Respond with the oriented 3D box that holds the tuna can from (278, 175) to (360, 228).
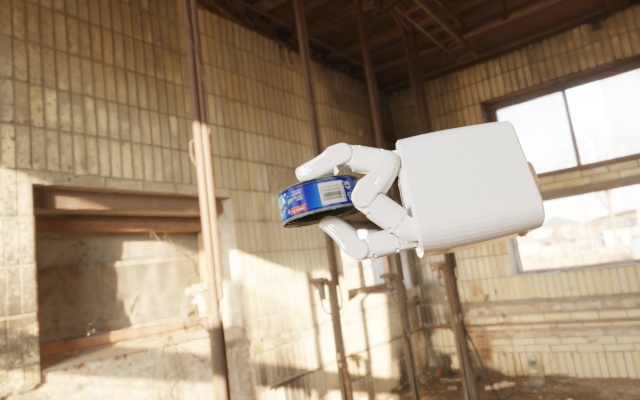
[{"bbox_3d":[0.000,0.001,0.492,0.086,0.033,0.086,-13,-10,-2],"label":"tuna can"}]
